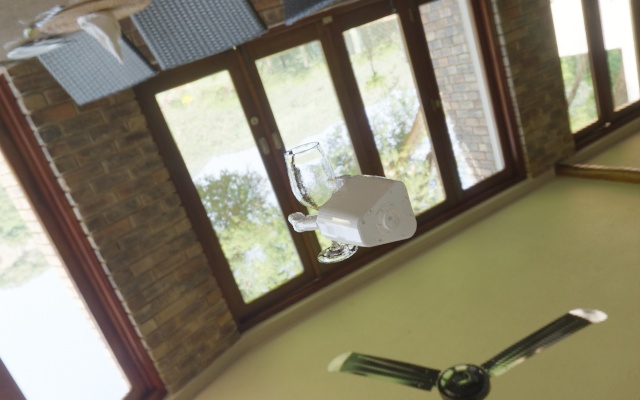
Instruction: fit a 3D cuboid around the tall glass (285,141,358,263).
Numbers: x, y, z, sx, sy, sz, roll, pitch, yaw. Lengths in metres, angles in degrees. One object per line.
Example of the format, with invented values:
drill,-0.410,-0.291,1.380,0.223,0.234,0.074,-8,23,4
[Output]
tall glass,0.000,0.003,0.822,0.079,0.201,0.079,-18,17,5
